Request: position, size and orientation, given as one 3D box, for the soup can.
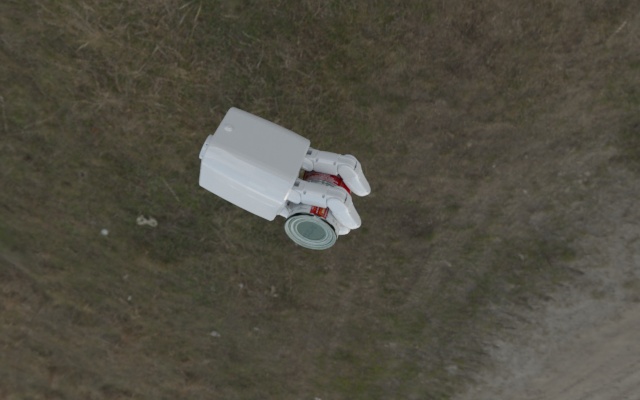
[{"bbox_3d":[0.000,0.002,0.604,0.068,0.102,0.069,11,-40,10],"label":"soup can"}]
